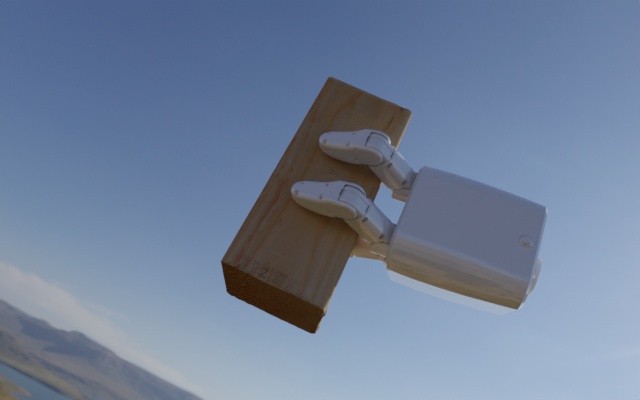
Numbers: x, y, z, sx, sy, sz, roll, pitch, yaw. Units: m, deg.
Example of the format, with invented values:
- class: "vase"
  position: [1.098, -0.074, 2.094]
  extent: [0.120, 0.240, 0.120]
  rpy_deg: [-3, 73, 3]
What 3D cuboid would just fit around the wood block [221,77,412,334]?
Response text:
- class: "wood block"
  position: [0.000, 0.002, 0.438]
  extent: [0.090, 0.206, 0.091]
  rpy_deg: [24, -28, 6]
